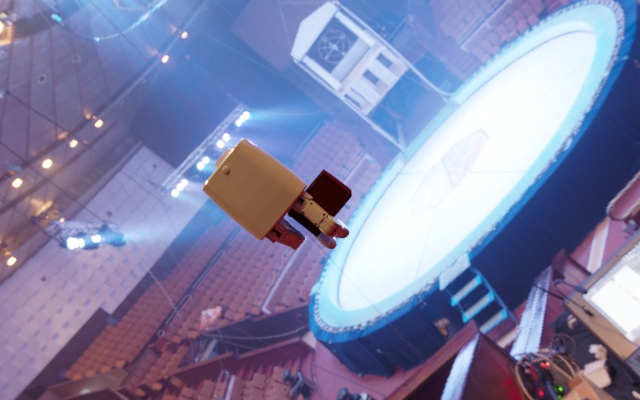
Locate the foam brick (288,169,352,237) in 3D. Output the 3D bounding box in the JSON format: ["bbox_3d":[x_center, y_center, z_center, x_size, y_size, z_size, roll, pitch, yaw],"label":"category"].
[{"bbox_3d":[0.000,0.002,0.666,0.051,0.078,0.053,40,8,-5],"label":"foam brick"}]
